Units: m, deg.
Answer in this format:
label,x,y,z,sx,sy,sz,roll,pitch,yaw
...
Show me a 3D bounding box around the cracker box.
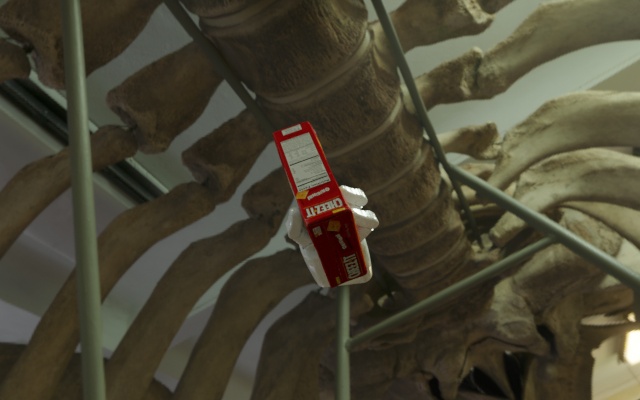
label,x,y,z,sx,sy,sz,roll,pitch,yaw
cracker box,0.000,0.002,0.756,0.072,0.213,0.164,-21,-43,-2
